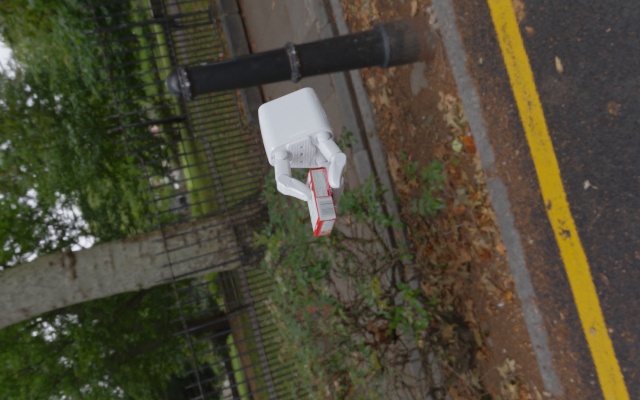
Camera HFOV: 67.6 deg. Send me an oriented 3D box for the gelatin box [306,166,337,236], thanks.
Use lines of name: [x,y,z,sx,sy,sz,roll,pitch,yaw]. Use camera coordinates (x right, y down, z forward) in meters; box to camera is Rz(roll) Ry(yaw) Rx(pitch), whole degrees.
gelatin box: [0.000,0.003,0.749,0.030,0.089,0.073,-7,-22,-10]
